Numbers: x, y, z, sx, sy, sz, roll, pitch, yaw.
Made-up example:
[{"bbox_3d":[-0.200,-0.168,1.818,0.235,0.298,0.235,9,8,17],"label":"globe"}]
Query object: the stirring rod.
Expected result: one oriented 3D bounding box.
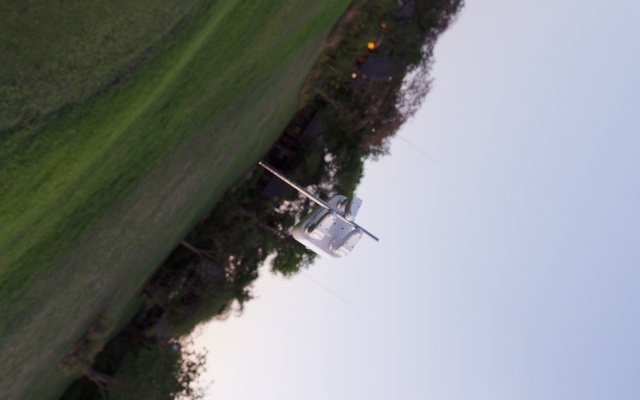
[{"bbox_3d":[0.000,0.003,0.801,0.239,0.011,0.011,34,-6,-9],"label":"stirring rod"}]
